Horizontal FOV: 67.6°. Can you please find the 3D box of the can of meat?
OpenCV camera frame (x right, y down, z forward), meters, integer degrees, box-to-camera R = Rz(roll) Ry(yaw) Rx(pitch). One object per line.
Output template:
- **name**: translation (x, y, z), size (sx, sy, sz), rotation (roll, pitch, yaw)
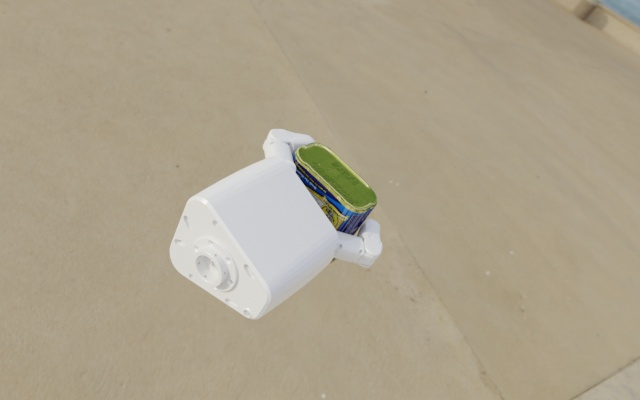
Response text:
- **can of meat**: translation (0.000, 0.001, 0.505), size (0.102, 0.084, 0.057), rotation (44, 38, 15)
